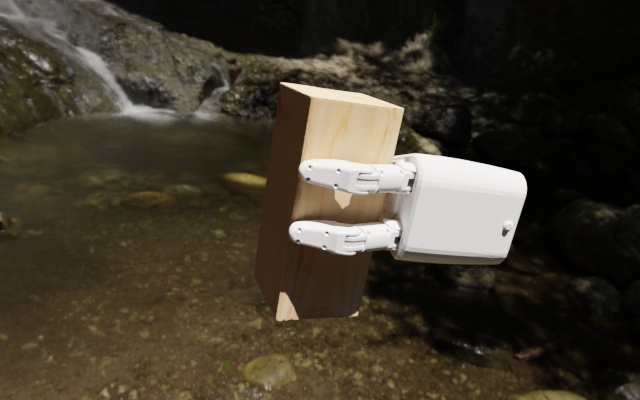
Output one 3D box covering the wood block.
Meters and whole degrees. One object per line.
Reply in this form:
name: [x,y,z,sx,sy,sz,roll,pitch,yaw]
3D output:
wood block: [0.000,0.001,0.461,0.090,0.206,0.090,2,20,-23]
